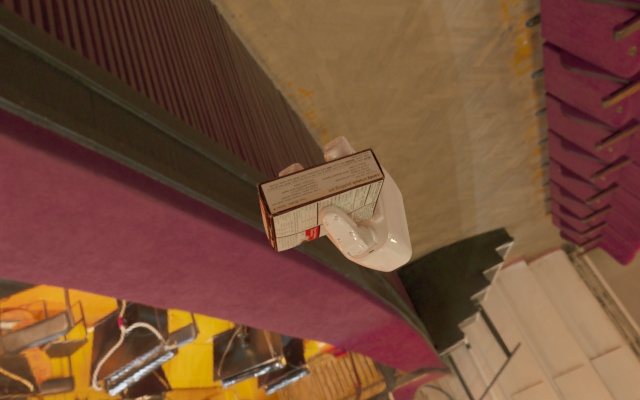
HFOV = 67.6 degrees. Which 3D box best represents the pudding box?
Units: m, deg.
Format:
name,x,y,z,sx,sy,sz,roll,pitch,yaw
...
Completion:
name,x,y,z,sx,sy,sz,roll,pitch,yaw
pudding box,0.000,0.002,0.457,0.113,0.039,0.090,-20,-25,-12
